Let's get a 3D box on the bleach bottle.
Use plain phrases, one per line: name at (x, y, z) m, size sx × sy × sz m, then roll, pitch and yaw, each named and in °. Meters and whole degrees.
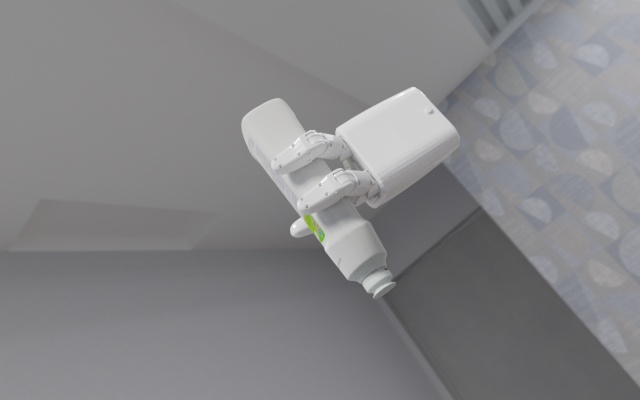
bleach bottle at (0.000, 0.002, 0.541) m, size 0.068 × 0.250 × 0.103 m, roll -32°, pitch -24°, yaw -8°
